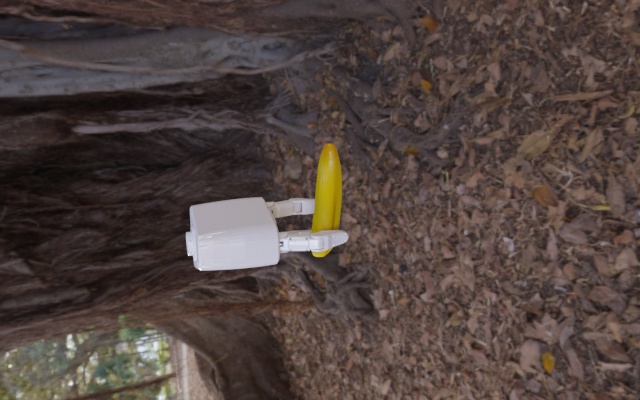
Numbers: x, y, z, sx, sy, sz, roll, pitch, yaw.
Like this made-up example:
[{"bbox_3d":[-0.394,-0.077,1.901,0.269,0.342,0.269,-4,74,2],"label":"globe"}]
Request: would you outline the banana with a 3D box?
[{"bbox_3d":[0.005,0.016,0.692,0.037,0.198,0.069,-5,39,-17],"label":"banana"}]
